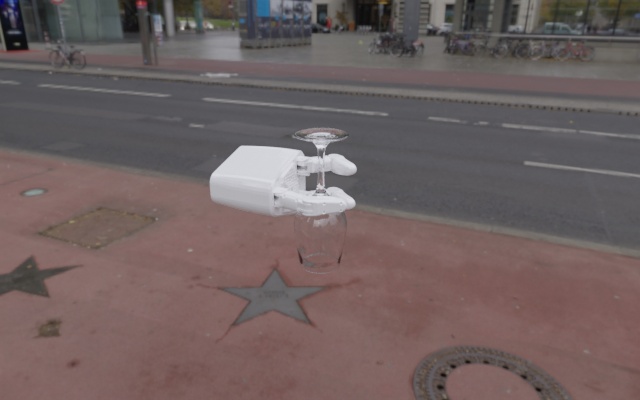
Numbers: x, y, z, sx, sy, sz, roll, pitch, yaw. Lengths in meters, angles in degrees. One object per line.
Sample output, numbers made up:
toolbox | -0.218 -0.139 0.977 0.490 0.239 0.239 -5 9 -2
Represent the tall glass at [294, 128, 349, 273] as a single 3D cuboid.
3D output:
tall glass | 0.000 0.002 0.686 0.079 0.201 0.079 0 21 0
